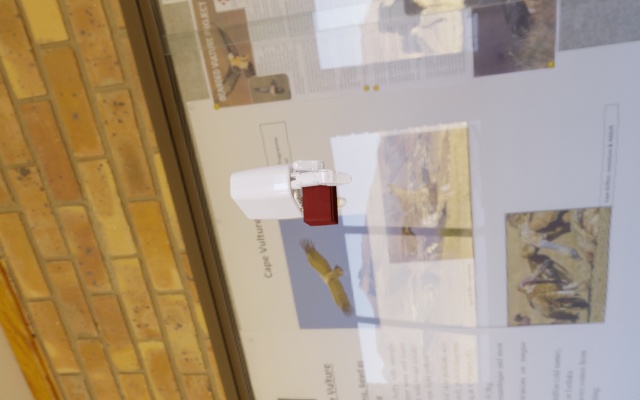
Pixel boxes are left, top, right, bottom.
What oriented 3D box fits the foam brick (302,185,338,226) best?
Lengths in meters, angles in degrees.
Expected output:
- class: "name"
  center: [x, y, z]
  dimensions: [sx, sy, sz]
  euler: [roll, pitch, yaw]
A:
- class: "foam brick"
  center: [0.000, 0.003, 0.818]
  dimensions: [0.051, 0.078, 0.053]
  euler: [-5, -12, 11]
